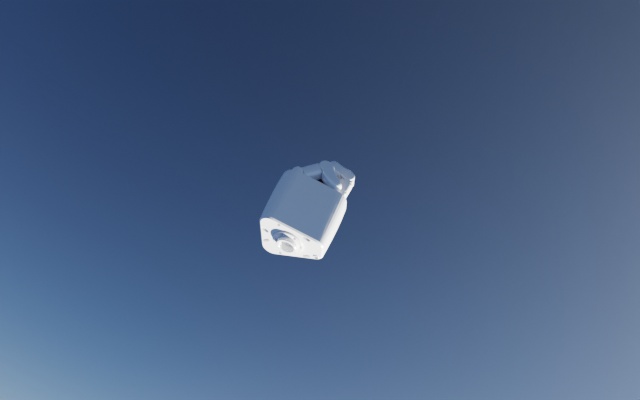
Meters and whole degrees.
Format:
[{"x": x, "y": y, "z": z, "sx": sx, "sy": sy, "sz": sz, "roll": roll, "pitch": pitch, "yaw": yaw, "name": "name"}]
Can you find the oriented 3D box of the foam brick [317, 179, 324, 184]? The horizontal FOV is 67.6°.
[{"x": 0.000, "y": 0.003, "z": 0.842, "sx": 0.053, "sy": 0.051, "sz": 0.078, "roll": 16, "pitch": -40, "yaw": 11, "name": "foam brick"}]
